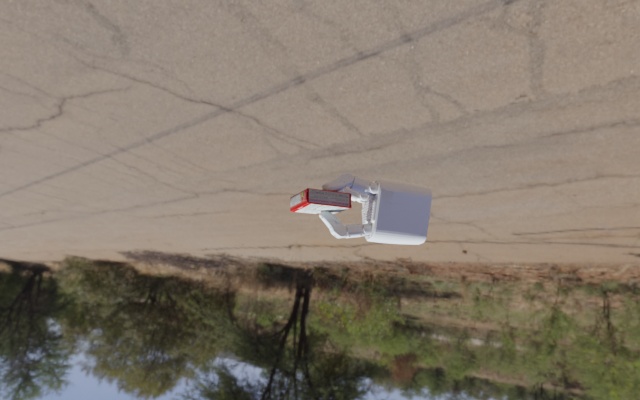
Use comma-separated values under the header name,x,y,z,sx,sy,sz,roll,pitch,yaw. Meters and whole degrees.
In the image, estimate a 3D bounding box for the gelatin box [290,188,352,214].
name,x,y,z,sx,sy,sz,roll,pitch,yaw
gelatin box,0.000,0.003,0.852,0.089,0.030,0.073,6,-15,-27
